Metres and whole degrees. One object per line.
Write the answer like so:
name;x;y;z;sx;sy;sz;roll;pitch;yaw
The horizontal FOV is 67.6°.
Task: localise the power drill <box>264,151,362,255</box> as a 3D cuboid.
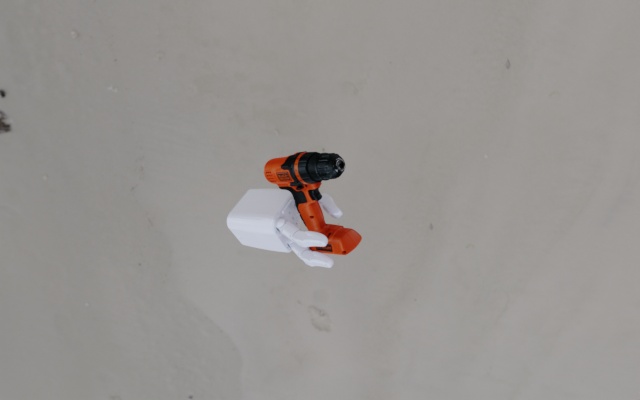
power drill;0.000;0.003;0.812;0.057;0.188;0.184;-39;25;-32
